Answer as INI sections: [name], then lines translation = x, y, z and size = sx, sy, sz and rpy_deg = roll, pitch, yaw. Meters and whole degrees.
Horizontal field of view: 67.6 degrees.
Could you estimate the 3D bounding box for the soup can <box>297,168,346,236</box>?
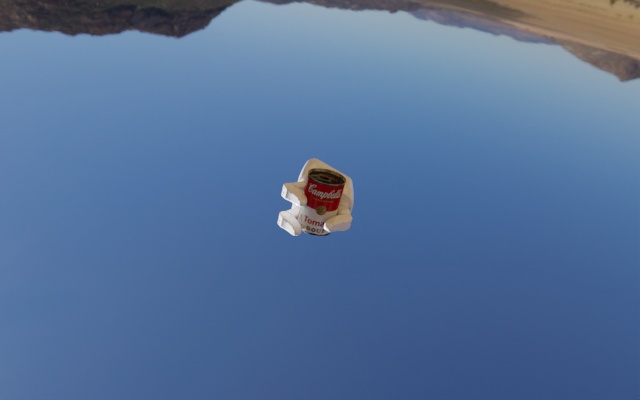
[soup can]
translation = 0.000, 0.003, 0.840
size = 0.068, 0.102, 0.068
rpy_deg = 12, 24, -5
